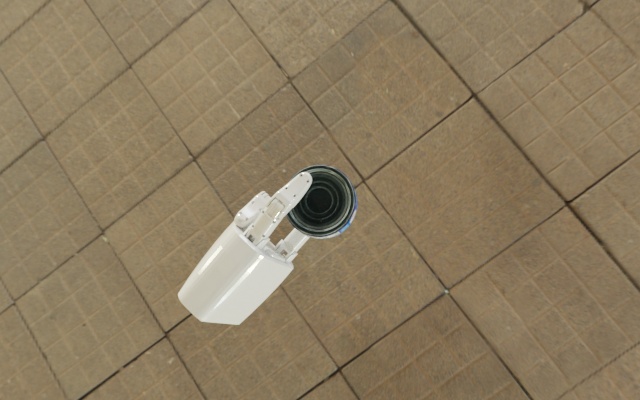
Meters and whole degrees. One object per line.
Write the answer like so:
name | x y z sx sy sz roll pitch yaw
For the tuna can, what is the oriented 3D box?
tuna can | 0.000 0.002 0.559 0.086 0.086 0.034 0 -9 7
